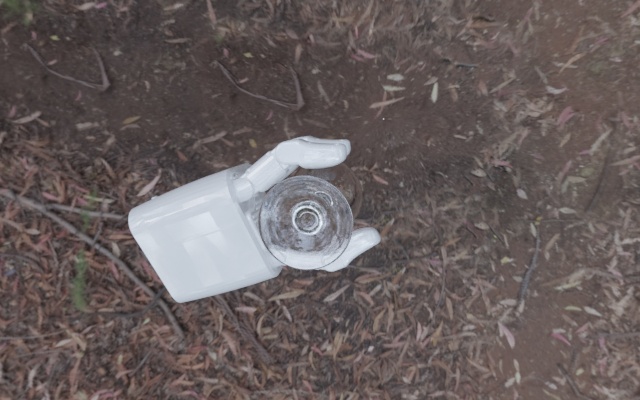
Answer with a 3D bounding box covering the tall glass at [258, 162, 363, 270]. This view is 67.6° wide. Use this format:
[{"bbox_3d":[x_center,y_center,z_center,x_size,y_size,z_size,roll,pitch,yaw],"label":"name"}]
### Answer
[{"bbox_3d":[0.000,0.002,0.462,0.079,0.079,0.201,0,10,8],"label":"tall glass"}]
